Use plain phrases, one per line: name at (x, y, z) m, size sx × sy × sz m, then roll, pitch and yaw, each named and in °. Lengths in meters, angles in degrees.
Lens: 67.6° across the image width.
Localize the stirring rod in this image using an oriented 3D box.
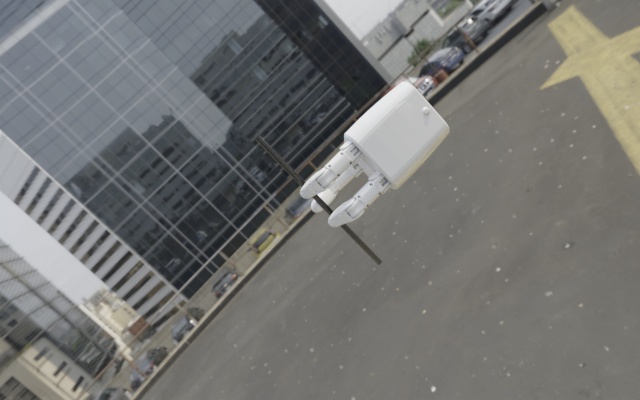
stirring rod at (0.000, 0.002, 0.647) m, size 0.011 × 0.239 × 0.011 m, roll -43°, pitch 10°, yaw 9°
